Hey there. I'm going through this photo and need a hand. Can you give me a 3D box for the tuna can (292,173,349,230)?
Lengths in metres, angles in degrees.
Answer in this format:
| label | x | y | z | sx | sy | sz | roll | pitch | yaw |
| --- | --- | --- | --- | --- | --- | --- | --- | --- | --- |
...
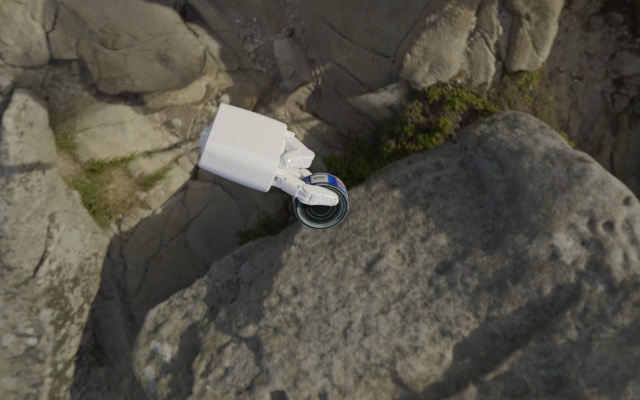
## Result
| label | x | y | z | sx | sy | sz | roll | pitch | yaw |
| --- | --- | --- | --- | --- | --- | --- | --- | --- | --- |
| tuna can | 0.000 | 0.003 | 0.734 | 0.086 | 0.086 | 0.033 | 0 | 32 | -6 |
